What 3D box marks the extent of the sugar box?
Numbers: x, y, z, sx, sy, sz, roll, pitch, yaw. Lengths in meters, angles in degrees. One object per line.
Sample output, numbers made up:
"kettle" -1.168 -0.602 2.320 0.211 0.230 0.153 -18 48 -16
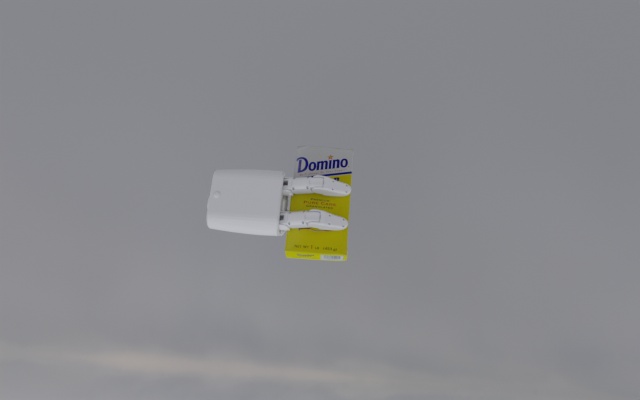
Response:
"sugar box" 0.000 0.002 0.737 0.093 0.176 0.048 4 -20 1
